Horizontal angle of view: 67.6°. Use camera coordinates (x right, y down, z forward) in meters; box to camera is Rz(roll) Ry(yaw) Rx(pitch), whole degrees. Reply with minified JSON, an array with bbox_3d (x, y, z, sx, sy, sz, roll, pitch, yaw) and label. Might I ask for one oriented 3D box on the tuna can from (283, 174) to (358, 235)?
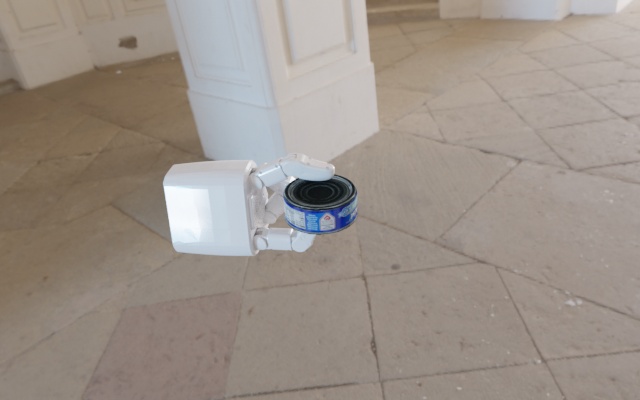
[{"bbox_3d":[0.000,0.001,0.550,0.086,0.034,0.086,-2,31,1],"label":"tuna can"}]
